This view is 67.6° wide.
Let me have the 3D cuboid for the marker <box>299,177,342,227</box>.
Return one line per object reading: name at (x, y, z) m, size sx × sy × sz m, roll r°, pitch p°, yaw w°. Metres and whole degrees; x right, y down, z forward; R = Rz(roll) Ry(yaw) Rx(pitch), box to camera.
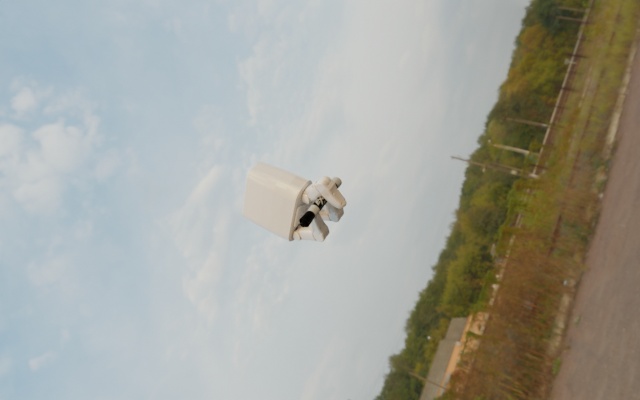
marker at (0.000, 0.003, 0.789) m, size 0.020 × 0.020 × 0.121 m, roll 0°, pitch 37°, yaw 37°
